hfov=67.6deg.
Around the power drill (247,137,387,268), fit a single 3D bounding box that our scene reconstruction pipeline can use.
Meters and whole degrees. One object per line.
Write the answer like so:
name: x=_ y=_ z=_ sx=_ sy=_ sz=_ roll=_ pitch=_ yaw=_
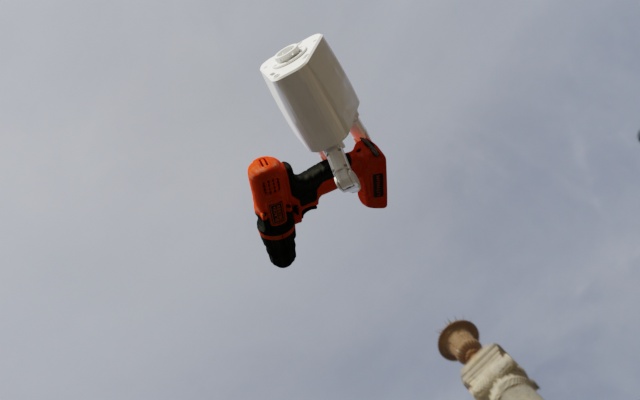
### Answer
power drill: x=0.000 y=0.002 z=0.663 sx=0.187 sy=0.185 sz=0.057 roll=-20 pitch=43 yaw=-15
